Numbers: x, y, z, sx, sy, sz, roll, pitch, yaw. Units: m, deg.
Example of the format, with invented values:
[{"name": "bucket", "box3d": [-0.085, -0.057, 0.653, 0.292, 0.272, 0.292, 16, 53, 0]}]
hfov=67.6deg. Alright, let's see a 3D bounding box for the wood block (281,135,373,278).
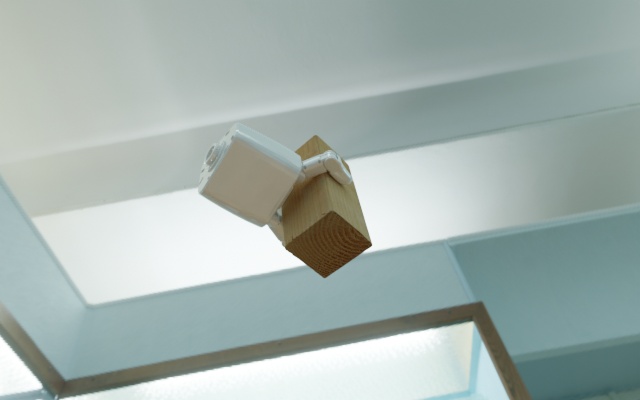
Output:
[{"name": "wood block", "box3d": [0.000, 0.002, 0.725, 0.091, 0.206, 0.090, -38, -58, 19]}]
